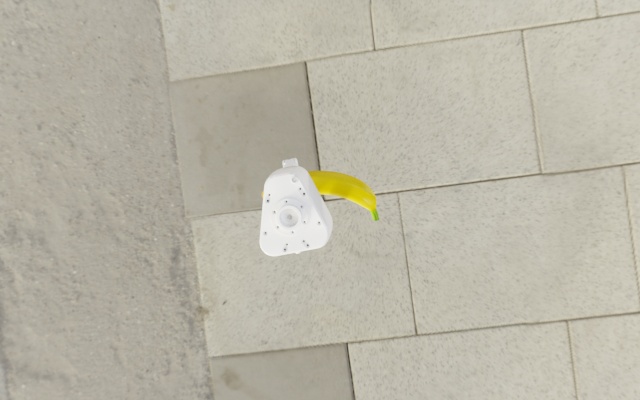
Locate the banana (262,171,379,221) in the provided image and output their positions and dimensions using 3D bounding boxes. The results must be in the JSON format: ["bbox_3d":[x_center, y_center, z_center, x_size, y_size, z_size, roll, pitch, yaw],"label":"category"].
[{"bbox_3d":[0.007,-0.015,0.766,0.198,0.070,0.037,12,13,-5],"label":"banana"}]
